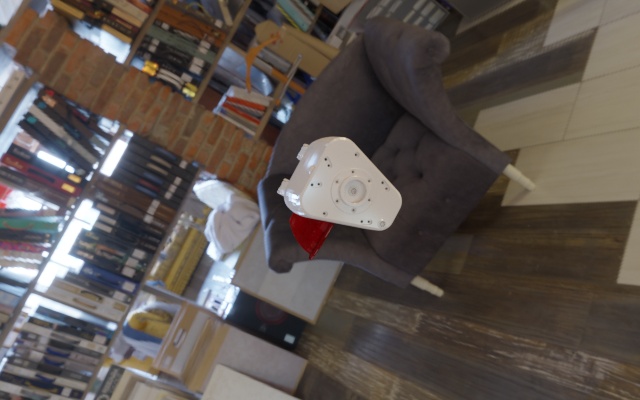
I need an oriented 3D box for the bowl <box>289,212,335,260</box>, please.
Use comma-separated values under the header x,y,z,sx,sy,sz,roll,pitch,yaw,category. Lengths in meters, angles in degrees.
x,y,z,sx,sy,sz,roll,pitch,yaw,category
-0.001,0.002,0.691,0.055,0.162,0.162,28,-1,-1,bowl
